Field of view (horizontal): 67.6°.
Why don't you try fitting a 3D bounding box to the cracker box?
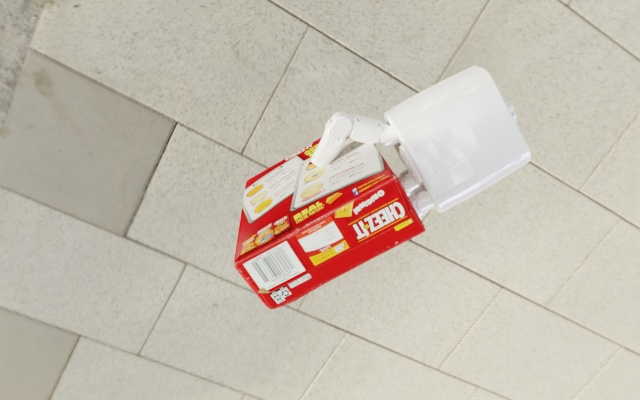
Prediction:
[{"bbox_3d":[0.000,0.002,0.514,0.164,0.072,0.213,-29,22,7],"label":"cracker box"}]
